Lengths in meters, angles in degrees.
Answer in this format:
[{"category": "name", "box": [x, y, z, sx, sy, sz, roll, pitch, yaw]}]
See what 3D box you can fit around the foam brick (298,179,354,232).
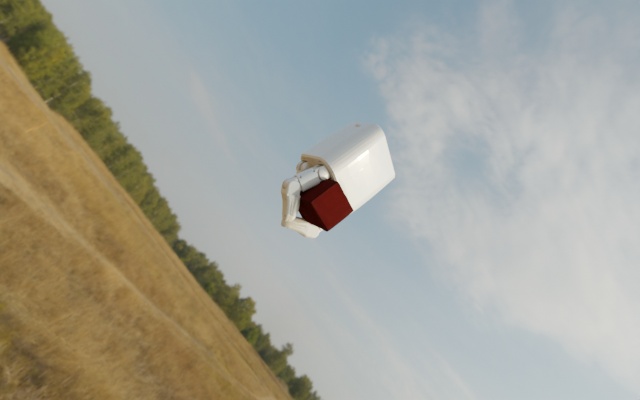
[{"category": "foam brick", "box": [0.000, 0.002, 0.685, 0.051, 0.053, 0.078, -36, 24, -17]}]
